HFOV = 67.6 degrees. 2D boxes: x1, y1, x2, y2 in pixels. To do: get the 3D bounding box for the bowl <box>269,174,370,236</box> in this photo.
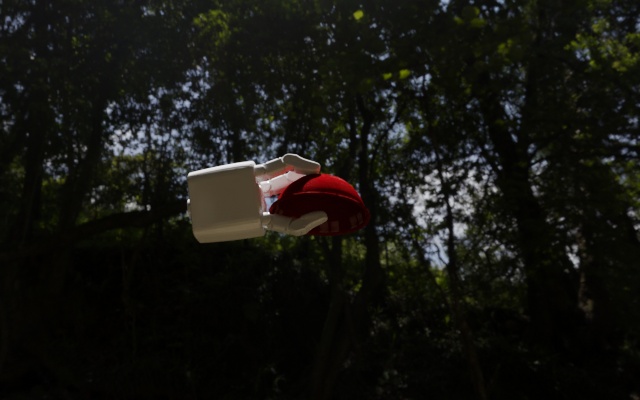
[{"bbox_3d":[0.001,0.002,0.769,0.162,0.055,0.162,3,-26,2],"label":"bowl"}]
